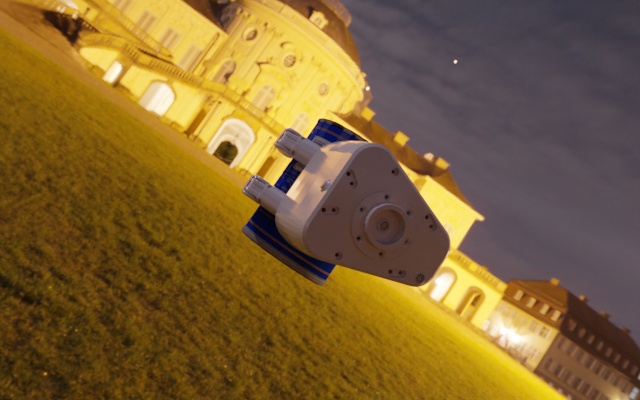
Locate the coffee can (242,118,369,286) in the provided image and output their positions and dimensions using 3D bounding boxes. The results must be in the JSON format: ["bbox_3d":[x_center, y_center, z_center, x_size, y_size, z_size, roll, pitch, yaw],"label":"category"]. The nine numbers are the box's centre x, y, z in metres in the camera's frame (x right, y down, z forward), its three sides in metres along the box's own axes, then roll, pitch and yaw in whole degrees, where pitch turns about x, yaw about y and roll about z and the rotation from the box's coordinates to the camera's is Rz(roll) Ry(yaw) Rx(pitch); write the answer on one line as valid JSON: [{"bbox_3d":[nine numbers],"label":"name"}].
[{"bbox_3d":[0.000,0.002,0.496,0.103,0.140,0.103,34,-4,3],"label":"coffee can"}]
